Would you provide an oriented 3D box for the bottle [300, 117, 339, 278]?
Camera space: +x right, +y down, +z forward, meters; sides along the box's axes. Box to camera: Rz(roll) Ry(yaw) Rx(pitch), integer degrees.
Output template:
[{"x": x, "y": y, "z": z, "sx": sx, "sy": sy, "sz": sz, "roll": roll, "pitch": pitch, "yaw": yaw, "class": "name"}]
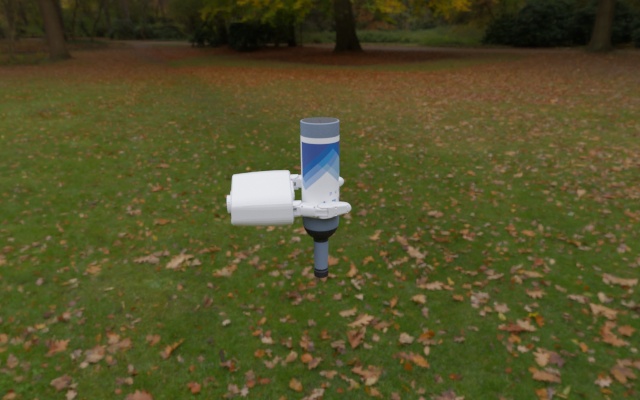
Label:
[{"x": 0.000, "y": 0.003, "z": 0.860, "sx": 0.069, "sy": 0.296, "sz": 0.069, "roll": 0, "pitch": 19, "yaw": 0, "class": "bottle"}]
